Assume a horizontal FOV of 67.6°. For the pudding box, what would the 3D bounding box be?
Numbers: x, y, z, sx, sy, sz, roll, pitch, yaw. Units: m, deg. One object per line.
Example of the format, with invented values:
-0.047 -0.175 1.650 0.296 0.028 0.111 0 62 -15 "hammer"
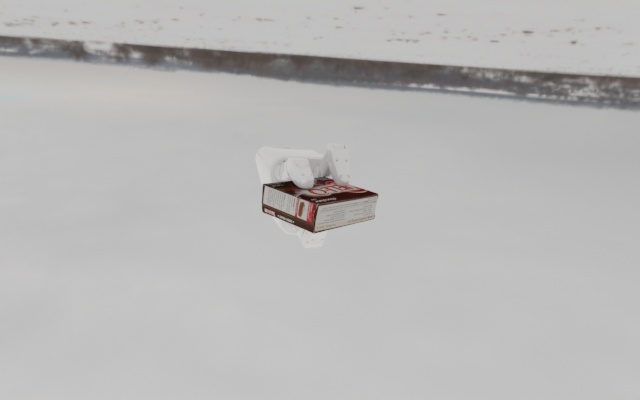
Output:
0.000 0.002 0.569 0.090 0.039 0.113 19 21 40 "pudding box"
